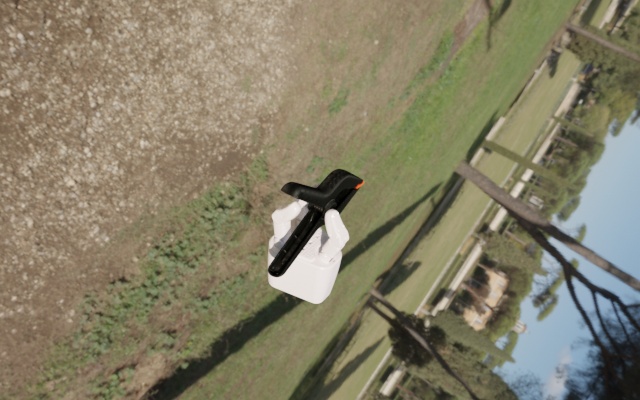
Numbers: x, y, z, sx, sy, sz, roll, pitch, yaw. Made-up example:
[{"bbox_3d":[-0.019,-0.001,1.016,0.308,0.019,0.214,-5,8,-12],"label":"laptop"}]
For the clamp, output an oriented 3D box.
[{"bbox_3d":[0.001,0.003,0.702,0.036,0.165,0.210,32,48,21],"label":"clamp"}]
